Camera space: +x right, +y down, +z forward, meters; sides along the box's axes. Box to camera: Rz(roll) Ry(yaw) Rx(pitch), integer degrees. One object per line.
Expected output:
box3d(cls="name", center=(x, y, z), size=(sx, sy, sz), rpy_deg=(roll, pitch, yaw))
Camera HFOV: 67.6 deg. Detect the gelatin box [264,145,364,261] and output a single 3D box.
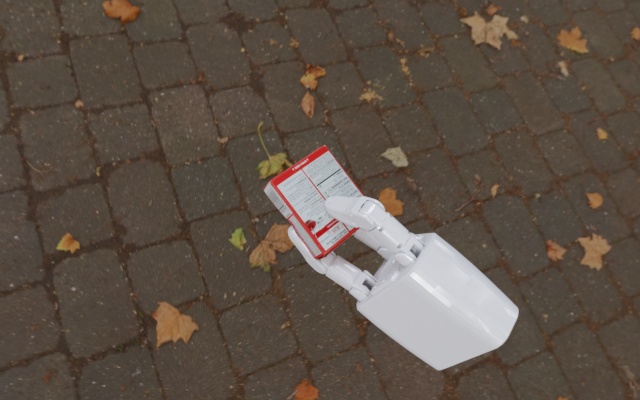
box3d(cls="gelatin box", center=(0.000, 0.001, 0.468), size=(0.073, 0.089, 0.030), rpy_deg=(-37, -1, -26))
